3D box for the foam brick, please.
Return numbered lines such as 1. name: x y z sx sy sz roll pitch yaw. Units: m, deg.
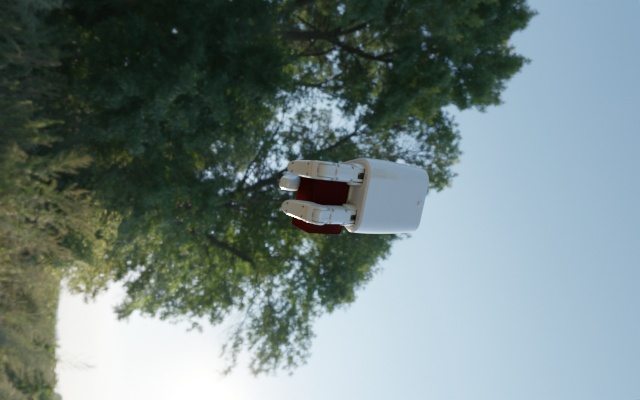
1. foam brick: 0.000 0.002 0.640 0.051 0.078 0.053 5 11 -29
